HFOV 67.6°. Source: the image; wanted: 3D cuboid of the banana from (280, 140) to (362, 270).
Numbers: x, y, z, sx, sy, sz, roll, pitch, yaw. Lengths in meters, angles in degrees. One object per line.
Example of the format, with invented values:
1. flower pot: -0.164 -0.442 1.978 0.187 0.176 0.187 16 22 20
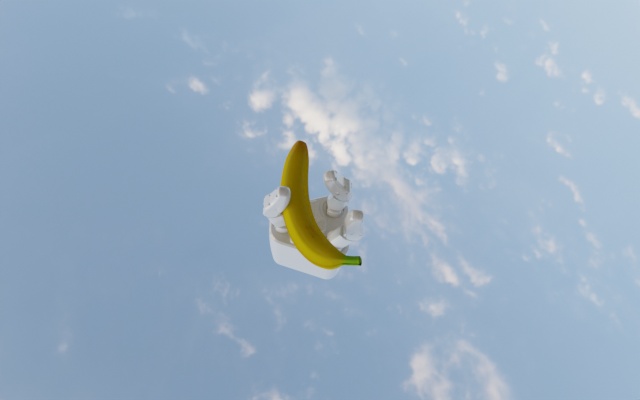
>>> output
1. banana: -0.016 0.013 0.608 0.069 0.197 0.037 -25 -27 0
